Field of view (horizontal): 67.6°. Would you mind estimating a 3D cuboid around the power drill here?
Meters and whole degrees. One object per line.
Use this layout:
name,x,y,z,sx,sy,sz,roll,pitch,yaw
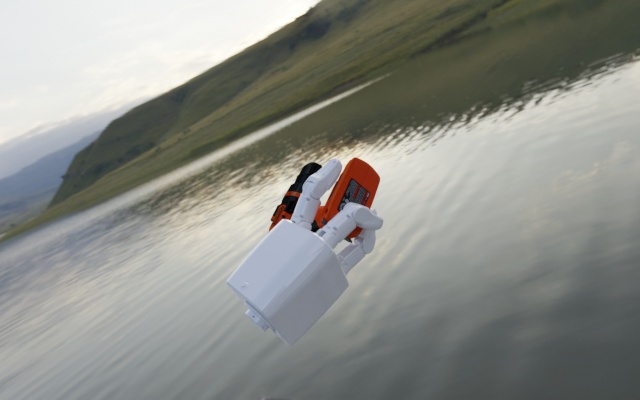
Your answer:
power drill,0.000,0.002,0.678,0.057,0.184,0.188,34,-29,-21
